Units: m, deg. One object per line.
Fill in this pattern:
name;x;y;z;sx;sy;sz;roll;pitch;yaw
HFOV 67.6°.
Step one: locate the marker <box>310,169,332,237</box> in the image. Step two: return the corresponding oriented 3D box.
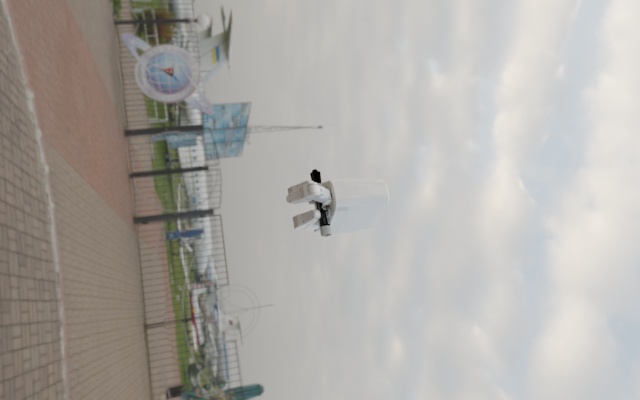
marker;0.000;0.003;0.826;0.020;0.121;0.020;-10;-18;-3
